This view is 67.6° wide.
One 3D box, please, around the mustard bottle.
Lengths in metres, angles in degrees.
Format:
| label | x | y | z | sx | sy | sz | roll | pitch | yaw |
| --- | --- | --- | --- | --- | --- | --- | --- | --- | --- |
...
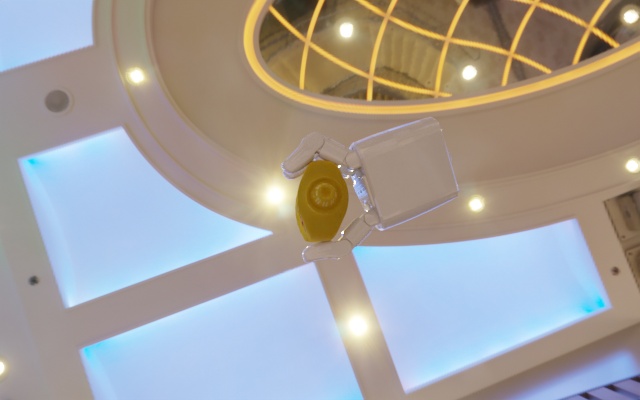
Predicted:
| label | x | y | z | sx | sy | sz | roll | pitch | yaw |
| --- | --- | --- | --- | --- | --- | --- | --- | --- | --- |
| mustard bottle | 0.000 | 0.002 | 0.583 | 0.058 | 0.096 | 0.191 | 3 | -6 | -4 |
